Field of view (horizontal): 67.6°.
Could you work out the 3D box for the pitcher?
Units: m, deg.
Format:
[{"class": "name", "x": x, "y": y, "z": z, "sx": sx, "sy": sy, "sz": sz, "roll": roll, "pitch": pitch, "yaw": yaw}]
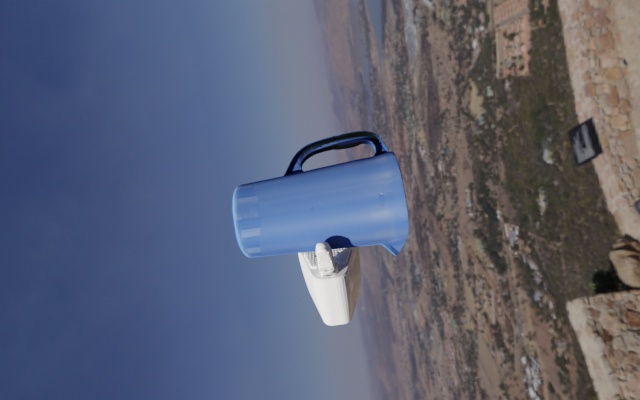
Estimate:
[{"class": "pitcher", "x": 0.000, "y": 0.002, "z": 0.695, "sx": 0.243, "sy": 0.145, "sz": 0.149, "roll": -9, "pitch": 35, "yaw": 2}]
